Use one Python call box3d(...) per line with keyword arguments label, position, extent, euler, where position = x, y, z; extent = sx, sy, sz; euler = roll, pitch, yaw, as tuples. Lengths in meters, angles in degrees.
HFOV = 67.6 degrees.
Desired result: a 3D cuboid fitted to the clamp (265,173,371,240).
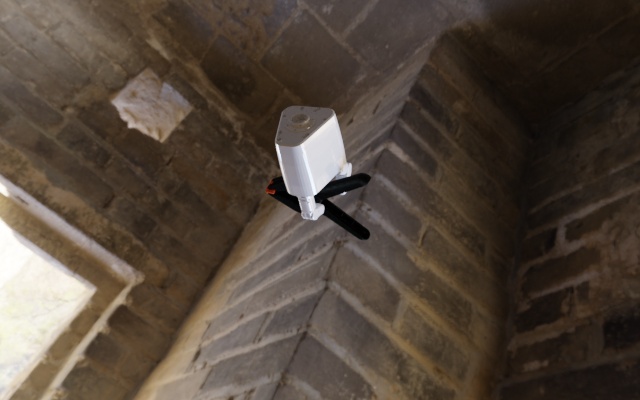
box3d(label="clamp", position=(-0.001, 0.003, 0.886), extent=(0.210, 0.165, 0.036), euler=(9, 47, 22))
